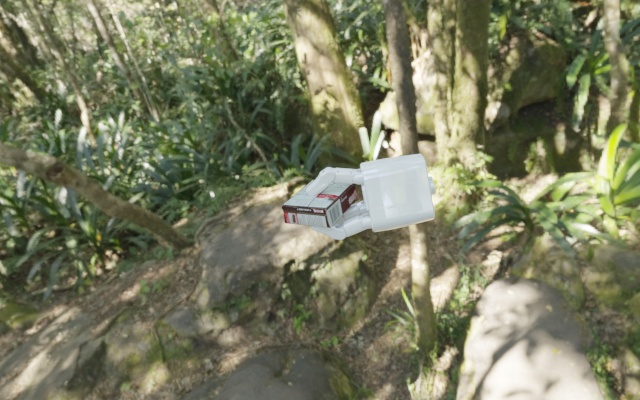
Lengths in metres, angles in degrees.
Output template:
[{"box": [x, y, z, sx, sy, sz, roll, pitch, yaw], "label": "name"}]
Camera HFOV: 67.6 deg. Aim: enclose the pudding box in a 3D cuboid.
[{"box": [0.000, 0.003, 0.825, 0.090, 0.039, 0.113, 3, 26, 30], "label": "pudding box"}]
